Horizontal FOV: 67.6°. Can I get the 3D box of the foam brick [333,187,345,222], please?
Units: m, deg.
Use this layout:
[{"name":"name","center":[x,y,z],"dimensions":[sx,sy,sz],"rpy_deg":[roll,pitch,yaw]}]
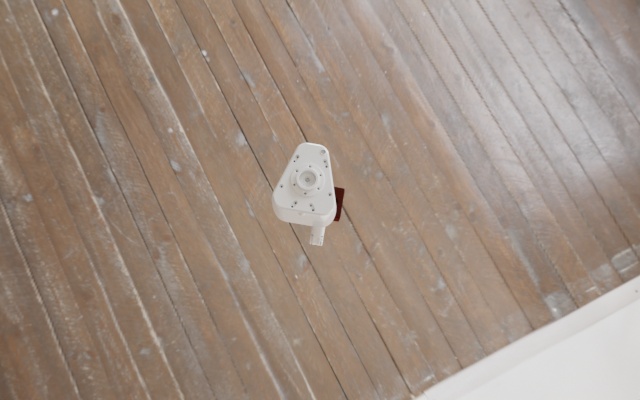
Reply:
[{"name":"foam brick","center":[0.000,0.003,0.823],"dimensions":[0.078,0.053,0.051],"rpy_deg":[9,-10,0]}]
